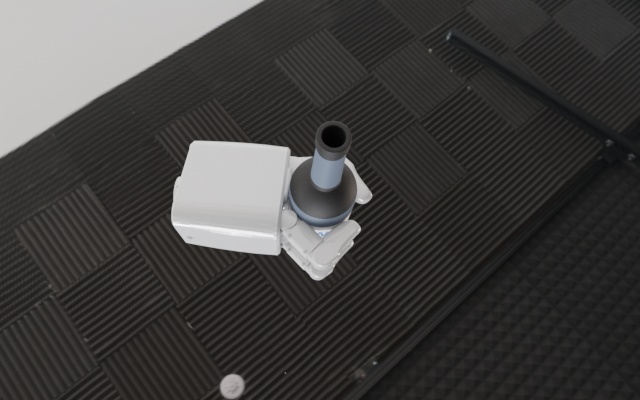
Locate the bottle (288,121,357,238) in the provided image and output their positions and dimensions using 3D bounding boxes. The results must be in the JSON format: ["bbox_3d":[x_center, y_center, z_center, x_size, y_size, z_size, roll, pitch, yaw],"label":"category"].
[{"bbox_3d":[0.000,0.002,0.498,0.069,0.069,0.296,0,-20,-4],"label":"bottle"}]
